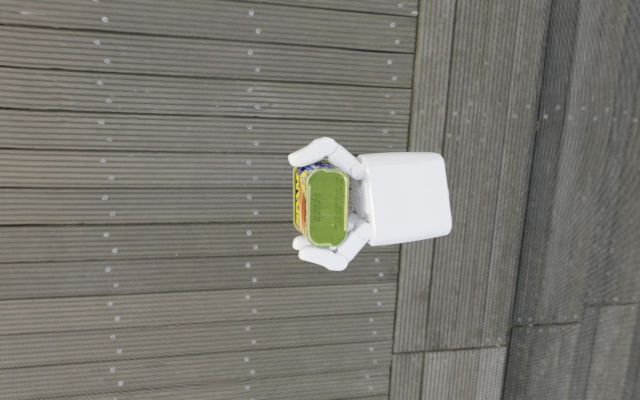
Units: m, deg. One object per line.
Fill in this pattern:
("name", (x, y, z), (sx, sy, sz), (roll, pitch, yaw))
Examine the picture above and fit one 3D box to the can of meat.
("can of meat", (0.000, 0.002, 0.602), (0.057, 0.102, 0.084), (-2, 11, -12))
